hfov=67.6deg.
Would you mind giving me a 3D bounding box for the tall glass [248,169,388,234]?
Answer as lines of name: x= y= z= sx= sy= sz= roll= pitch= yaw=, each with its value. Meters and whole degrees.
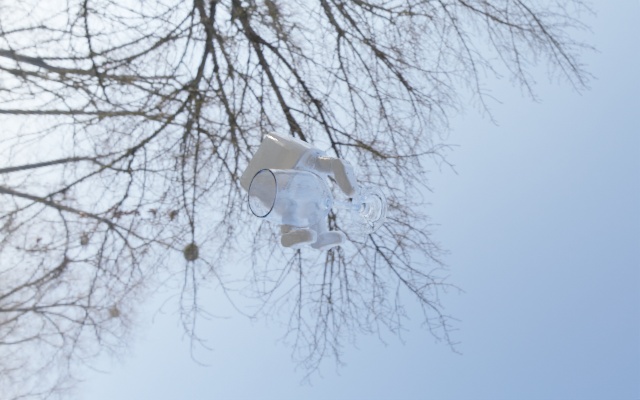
tall glass: x=0.001 y=0.002 z=0.659 sx=0.201 sy=0.079 sz=0.079 roll=9 pitch=-6 yaw=-43
